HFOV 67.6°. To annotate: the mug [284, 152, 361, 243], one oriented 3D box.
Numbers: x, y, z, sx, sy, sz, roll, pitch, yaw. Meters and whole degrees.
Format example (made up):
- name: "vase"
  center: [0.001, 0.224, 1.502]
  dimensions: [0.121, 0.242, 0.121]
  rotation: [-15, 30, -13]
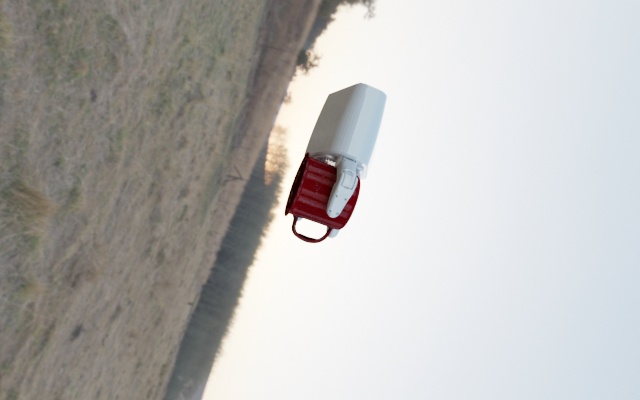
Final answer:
- name: "mug"
  center: [0.000, 0.004, 0.655]
  dimensions: [0.081, 0.117, 0.093]
  rotation: [20, -9, -10]
